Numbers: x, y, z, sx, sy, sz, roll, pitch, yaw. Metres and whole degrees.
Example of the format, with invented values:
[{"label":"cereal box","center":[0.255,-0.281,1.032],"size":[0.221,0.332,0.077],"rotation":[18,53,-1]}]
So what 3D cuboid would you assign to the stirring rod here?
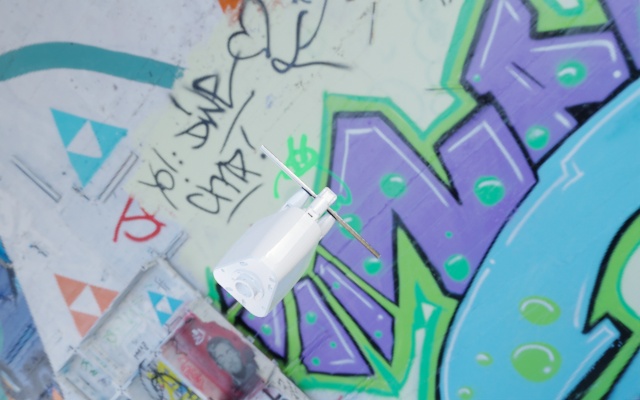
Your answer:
[{"label":"stirring rod","center":[0.000,0.002,0.713],"size":[0.239,0.011,0.011],"rotation":[43,-2,-2]}]
